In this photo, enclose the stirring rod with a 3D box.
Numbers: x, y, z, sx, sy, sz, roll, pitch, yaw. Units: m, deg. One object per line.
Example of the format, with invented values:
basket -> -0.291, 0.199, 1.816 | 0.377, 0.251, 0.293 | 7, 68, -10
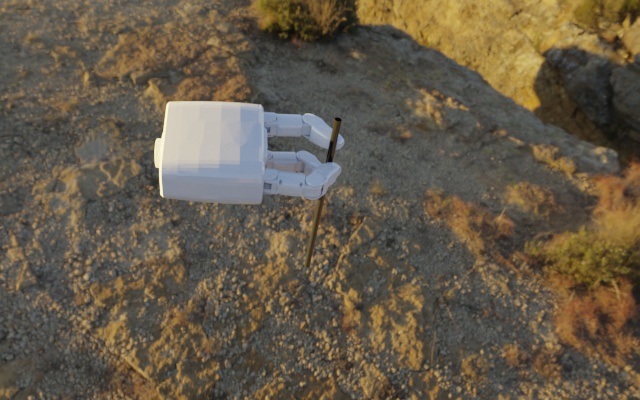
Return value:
stirring rod -> 0.000, 0.002, 0.592 | 0.011, 0.240, 0.011 | 7, 41, -6
